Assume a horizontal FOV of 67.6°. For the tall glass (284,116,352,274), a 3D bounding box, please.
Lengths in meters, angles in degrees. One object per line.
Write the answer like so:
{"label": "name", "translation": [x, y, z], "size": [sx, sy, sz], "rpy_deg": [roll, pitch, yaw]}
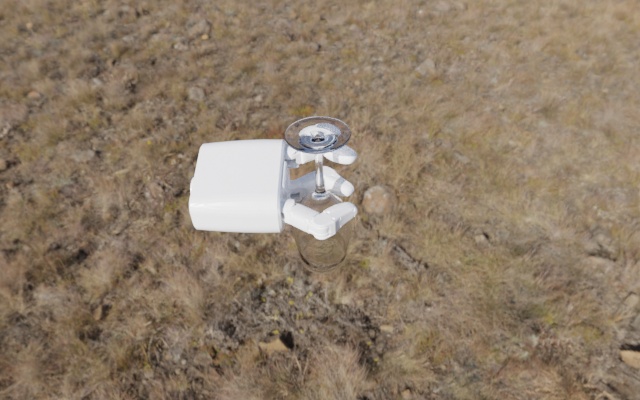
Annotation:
{"label": "tall glass", "translation": [0.000, 0.001, 0.591], "size": [0.079, 0.201, 0.079], "rpy_deg": [-2, 40, 2]}
